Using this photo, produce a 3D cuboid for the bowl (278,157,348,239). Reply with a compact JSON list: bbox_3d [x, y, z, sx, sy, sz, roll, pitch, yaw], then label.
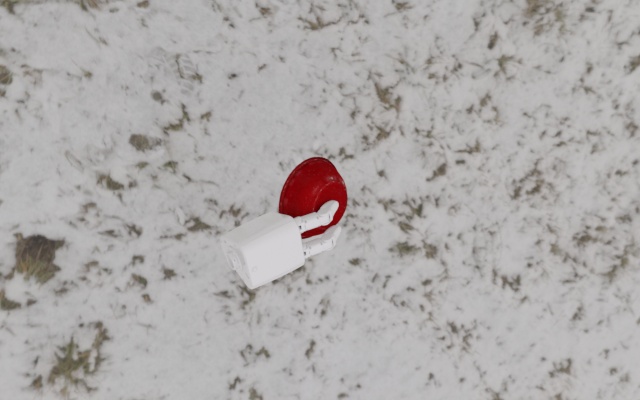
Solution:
[{"bbox_3d":[0.001,0.002,0.886,0.055,0.162,0.162,21,14,41],"label":"bowl"}]
